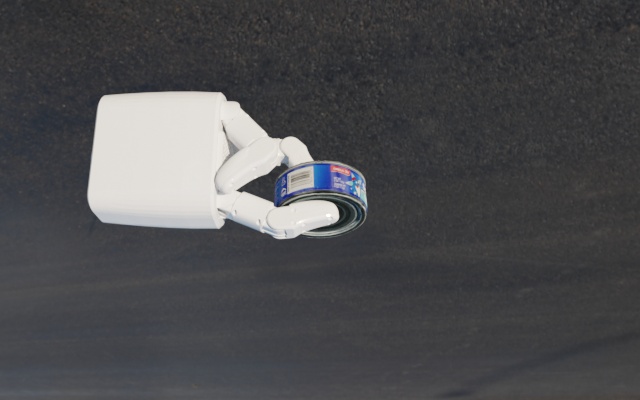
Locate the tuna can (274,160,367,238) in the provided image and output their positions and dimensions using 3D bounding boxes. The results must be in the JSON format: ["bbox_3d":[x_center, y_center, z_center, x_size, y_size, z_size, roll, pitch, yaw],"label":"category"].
[{"bbox_3d":[0.000,0.002,0.439,0.086,0.033,0.086,-2,-31,-1],"label":"tuna can"}]
